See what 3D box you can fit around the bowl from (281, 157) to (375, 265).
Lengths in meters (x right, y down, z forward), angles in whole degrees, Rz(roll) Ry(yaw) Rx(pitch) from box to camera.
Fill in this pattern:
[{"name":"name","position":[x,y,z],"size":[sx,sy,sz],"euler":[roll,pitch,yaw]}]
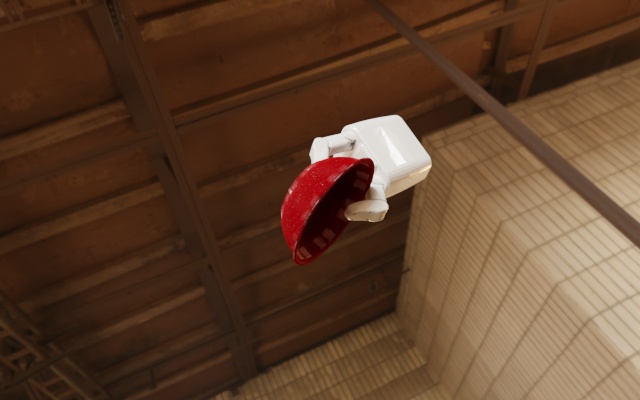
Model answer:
[{"name":"bowl","position":[-0.001,0.002,0.606],"size":[0.055,0.162,0.162],"euler":[35,13,19]}]
